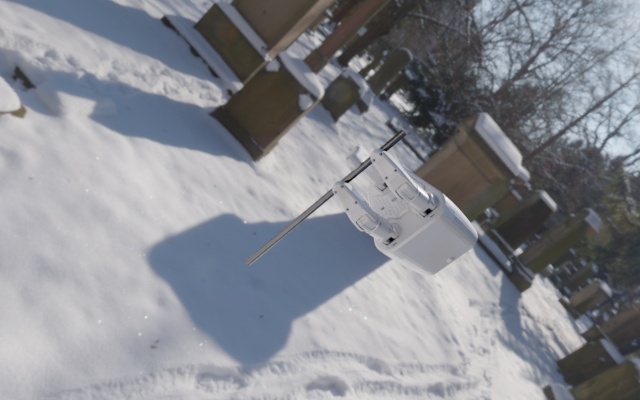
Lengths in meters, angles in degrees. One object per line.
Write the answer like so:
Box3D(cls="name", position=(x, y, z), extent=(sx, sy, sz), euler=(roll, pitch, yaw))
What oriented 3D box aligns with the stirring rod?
Box3D(cls="stirring rod", position=(0.000, 0.002, 0.539), extent=(0.239, 0.011, 0.011), euler=(-40, -14, 17))
